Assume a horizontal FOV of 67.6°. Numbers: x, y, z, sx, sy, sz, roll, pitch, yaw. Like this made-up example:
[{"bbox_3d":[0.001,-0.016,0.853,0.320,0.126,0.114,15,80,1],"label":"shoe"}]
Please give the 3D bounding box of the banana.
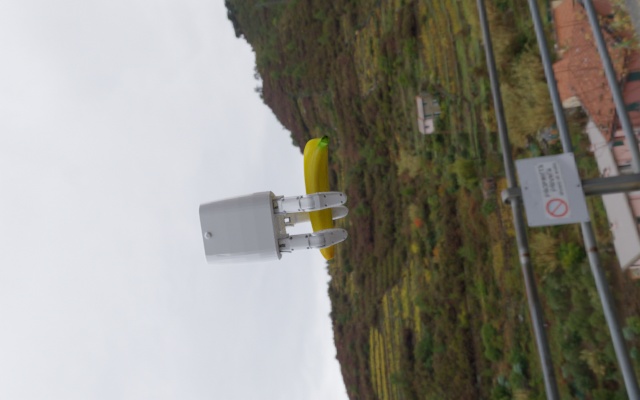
[{"bbox_3d":[-0.002,-0.009,0.698,0.037,0.198,0.069,-7,28,-4],"label":"banana"}]
